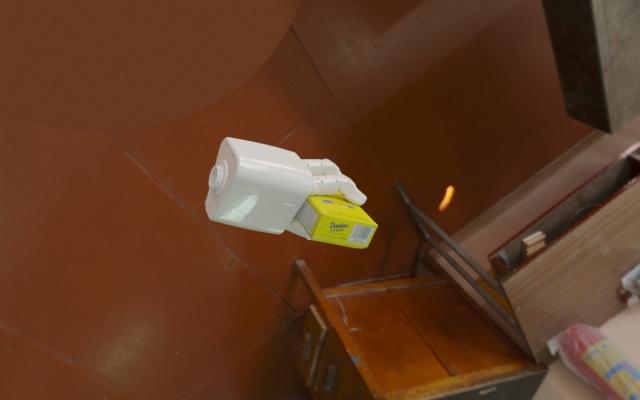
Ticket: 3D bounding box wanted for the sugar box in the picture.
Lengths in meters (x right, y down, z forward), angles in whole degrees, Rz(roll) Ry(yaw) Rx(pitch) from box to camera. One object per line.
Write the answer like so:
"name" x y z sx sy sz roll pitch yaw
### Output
"sugar box" 0.000 0.002 0.695 0.093 0.048 0.176 13 23 -31
